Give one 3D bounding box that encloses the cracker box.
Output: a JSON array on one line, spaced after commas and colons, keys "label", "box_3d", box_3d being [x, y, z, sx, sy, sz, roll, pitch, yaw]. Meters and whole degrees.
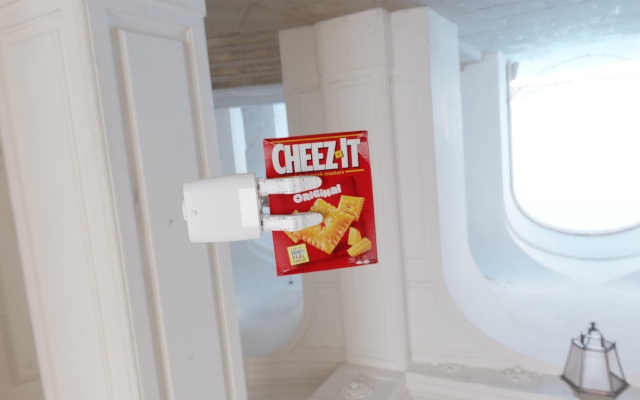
[{"label": "cracker box", "box_3d": [0.000, 0.003, 0.754, 0.164, 0.214, 0.072, -6, 7, -5]}]
